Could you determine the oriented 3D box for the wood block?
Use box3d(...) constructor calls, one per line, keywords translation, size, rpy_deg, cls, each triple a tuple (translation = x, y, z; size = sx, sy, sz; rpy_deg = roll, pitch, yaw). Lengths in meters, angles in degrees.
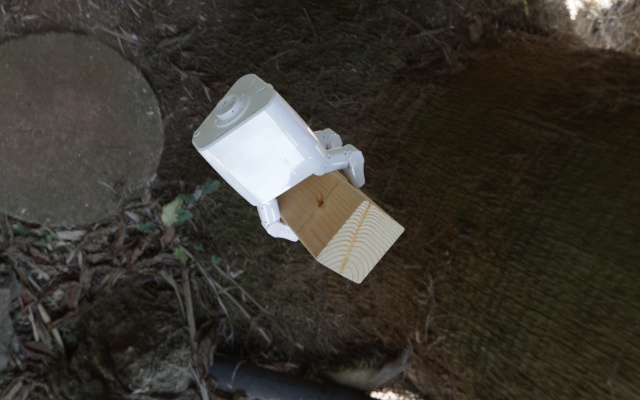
box3d(translation=(0.000, 0.002, 0.630), size=(0.090, 0.091, 0.206), rpy_deg=(34, 8, -41), cls="wood block")
